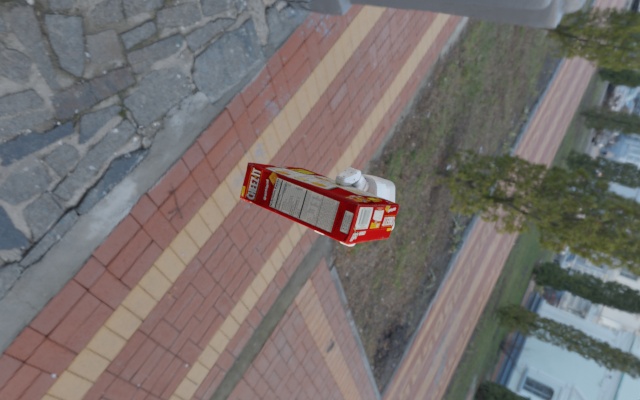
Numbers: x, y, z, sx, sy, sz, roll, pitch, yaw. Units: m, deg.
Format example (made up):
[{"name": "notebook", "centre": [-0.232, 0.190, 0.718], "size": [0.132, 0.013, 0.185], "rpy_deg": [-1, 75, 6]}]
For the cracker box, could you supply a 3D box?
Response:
[{"name": "cracker box", "centre": [0.000, 0.002, 0.797], "size": [0.213, 0.072, 0.164], "rpy_deg": [21, 10, 28]}]
